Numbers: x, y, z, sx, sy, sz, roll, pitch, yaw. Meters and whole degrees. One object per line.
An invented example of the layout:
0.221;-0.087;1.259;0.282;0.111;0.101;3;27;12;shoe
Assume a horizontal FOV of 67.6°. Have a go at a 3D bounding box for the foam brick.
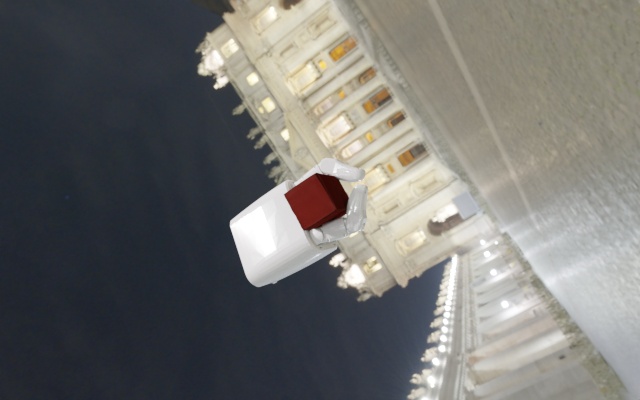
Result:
0.000;0.002;0.594;0.051;0.053;0.078;-32;-11;17;foam brick
